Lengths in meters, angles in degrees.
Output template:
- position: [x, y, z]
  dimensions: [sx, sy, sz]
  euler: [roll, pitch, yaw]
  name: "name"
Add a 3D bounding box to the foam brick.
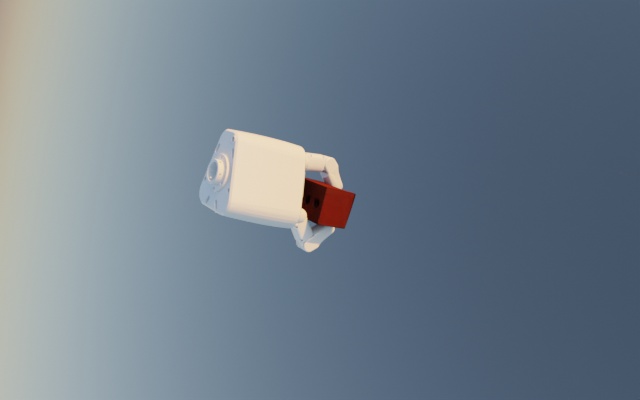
- position: [0.000, 0.002, 0.669]
  dimensions: [0.051, 0.053, 0.078]
  euler: [12, 6, -39]
  name: "foam brick"
